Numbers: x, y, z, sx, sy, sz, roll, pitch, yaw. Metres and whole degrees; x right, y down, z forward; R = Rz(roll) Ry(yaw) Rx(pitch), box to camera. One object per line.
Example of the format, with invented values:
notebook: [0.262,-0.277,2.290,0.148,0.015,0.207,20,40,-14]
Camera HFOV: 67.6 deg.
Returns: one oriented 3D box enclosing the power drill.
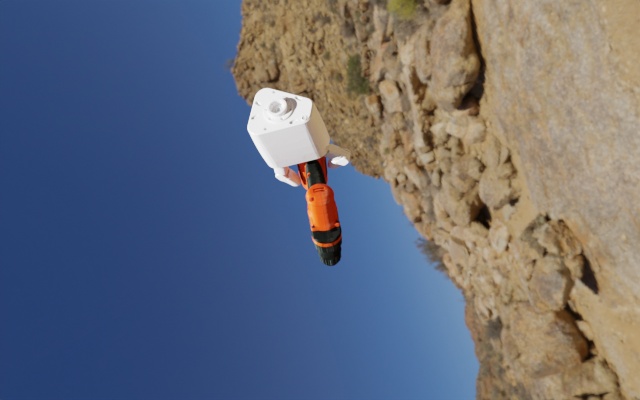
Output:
power drill: [0.000,0.002,0.867,0.057,0.185,0.187,-11,44,-4]
